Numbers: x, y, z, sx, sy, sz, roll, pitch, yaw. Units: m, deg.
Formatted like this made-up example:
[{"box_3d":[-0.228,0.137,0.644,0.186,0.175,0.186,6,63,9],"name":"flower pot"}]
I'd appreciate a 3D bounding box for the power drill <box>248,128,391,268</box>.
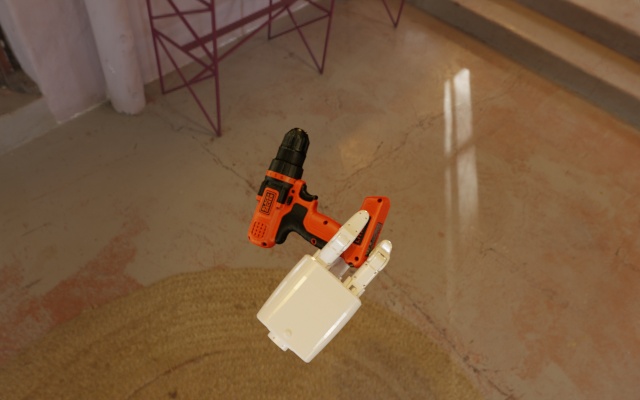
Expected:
[{"box_3d":[0.000,0.003,0.684,0.187,0.184,0.057,20,2,21],"name":"power drill"}]
